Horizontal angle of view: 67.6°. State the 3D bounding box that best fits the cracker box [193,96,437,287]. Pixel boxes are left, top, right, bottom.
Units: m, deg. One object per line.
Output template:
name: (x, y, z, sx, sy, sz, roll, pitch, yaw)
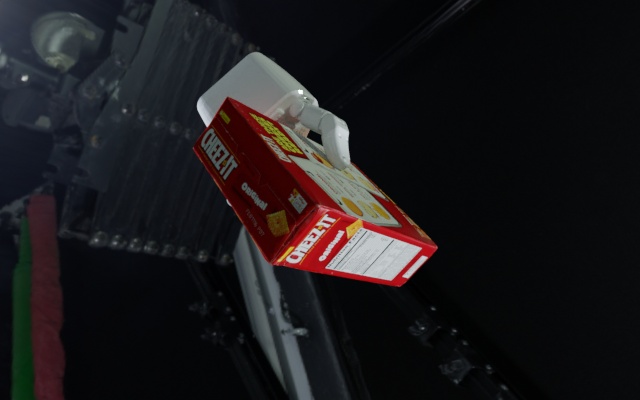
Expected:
cracker box: (0.000, 0.001, 0.479, 0.214, 0.072, 0.164, 20, 23, -51)
